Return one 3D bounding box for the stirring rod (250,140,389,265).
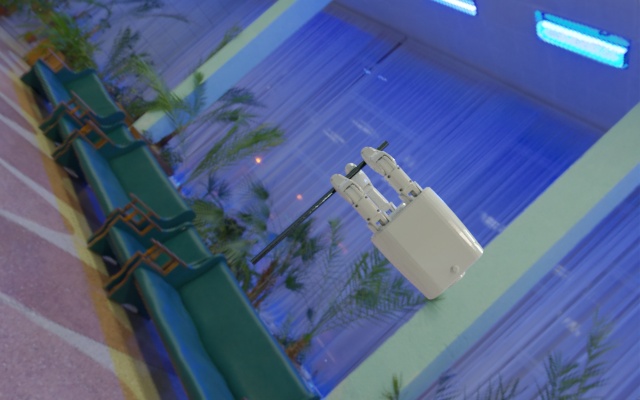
[{"bbox_3d":[0.000,0.002,0.633,0.239,0.011,0.011,-42,3,-4],"label":"stirring rod"}]
